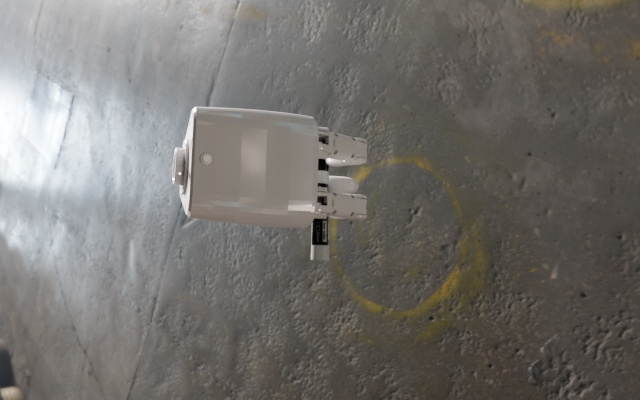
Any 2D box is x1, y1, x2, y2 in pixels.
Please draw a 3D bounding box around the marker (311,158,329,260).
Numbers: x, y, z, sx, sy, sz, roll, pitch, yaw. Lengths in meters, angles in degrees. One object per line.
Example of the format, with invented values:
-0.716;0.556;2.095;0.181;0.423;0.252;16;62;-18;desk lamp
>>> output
0.000;0.002;0.498;0.020;0.121;0.020;1;-7;0;marker
